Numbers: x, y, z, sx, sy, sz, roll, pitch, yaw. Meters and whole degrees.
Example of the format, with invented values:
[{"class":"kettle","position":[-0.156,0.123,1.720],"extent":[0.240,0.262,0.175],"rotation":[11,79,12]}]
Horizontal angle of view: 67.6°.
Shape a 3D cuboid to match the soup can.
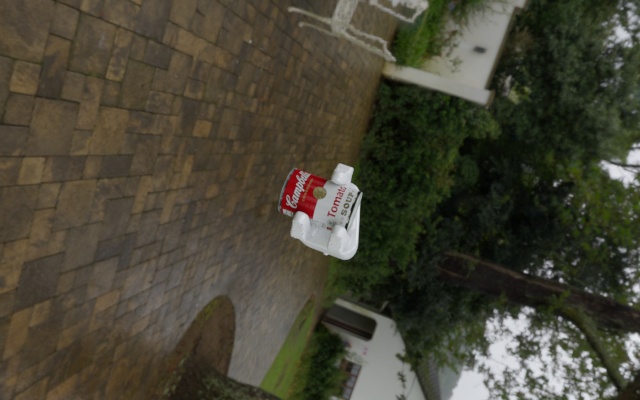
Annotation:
[{"class":"soup can","position":[0.000,0.002,0.674],"extent":[0.102,0.068,0.068],"rotation":[20,3,9]}]
